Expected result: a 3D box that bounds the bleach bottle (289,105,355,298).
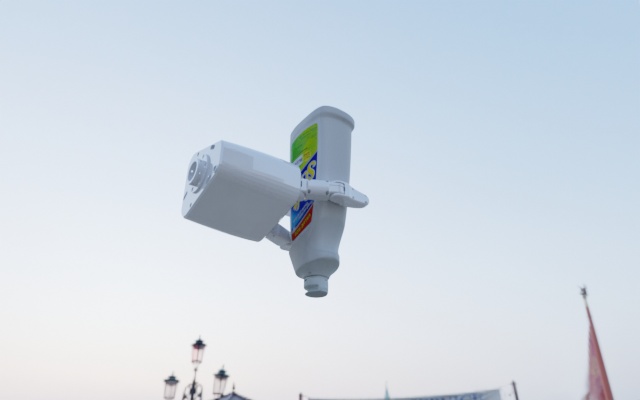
[{"bbox_3d":[0.000,0.002,0.638,0.068,0.250,0.102,20,-34,-32],"label":"bleach bottle"}]
